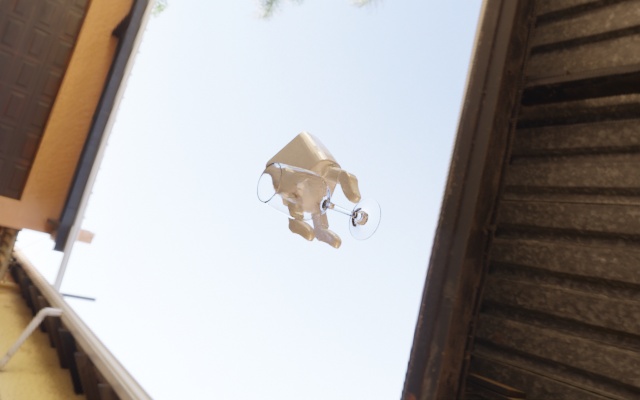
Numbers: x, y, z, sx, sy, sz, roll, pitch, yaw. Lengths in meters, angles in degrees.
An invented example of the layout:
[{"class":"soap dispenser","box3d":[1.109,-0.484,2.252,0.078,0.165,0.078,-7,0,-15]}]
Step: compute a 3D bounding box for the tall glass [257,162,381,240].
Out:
[{"class":"tall glass","box3d":[0.001,0.003,0.747,0.201,0.079,0.079,21,-13,-37]}]
